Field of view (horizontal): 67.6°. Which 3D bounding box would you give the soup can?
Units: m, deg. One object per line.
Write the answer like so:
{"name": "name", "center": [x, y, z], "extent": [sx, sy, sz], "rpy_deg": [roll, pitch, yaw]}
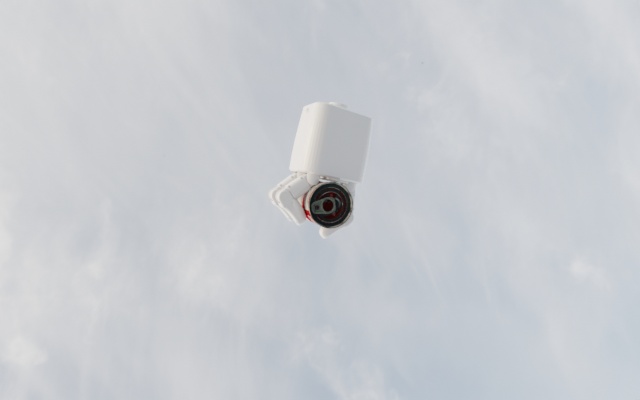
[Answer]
{"name": "soup can", "center": [0.000, 0.003, 0.735], "extent": [0.068, 0.068, 0.102], "rpy_deg": [0, 5, -18]}
